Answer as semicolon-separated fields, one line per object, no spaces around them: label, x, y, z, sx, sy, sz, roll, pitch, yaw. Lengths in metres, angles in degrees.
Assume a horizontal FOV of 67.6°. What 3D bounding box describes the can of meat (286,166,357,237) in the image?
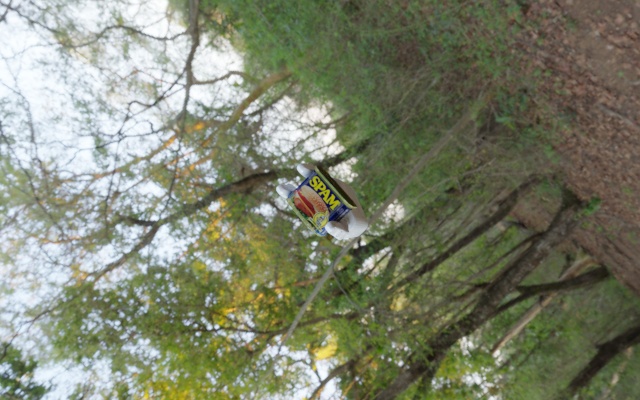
can of meat;0.000;0.003;0.862;0.084;0.102;0.057;-44;-15;12
